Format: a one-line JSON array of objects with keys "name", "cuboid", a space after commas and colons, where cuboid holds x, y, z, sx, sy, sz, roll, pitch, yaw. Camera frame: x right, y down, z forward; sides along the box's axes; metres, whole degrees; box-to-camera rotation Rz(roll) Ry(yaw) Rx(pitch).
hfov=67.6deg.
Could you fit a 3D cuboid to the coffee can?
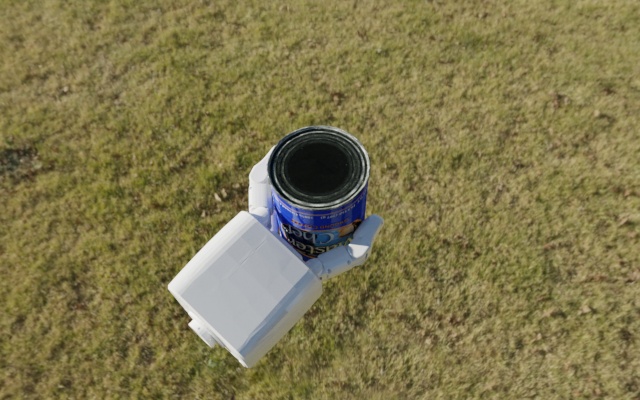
[{"name": "coffee can", "cuboid": [0.000, 0.002, 0.527, 0.103, 0.102, 0.140, 0, -31, 2]}]
